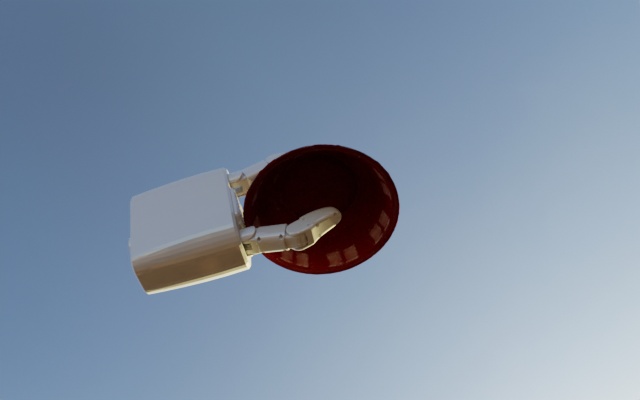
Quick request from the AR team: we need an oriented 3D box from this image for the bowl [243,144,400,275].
[{"bbox_3d":[0.001,0.001,0.513,0.162,0.162,0.055,0,33,-4],"label":"bowl"}]
